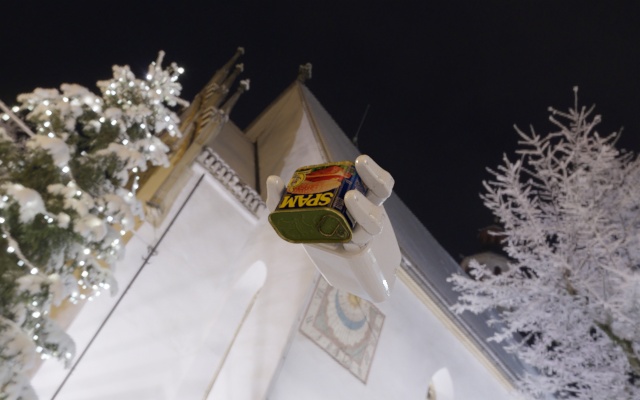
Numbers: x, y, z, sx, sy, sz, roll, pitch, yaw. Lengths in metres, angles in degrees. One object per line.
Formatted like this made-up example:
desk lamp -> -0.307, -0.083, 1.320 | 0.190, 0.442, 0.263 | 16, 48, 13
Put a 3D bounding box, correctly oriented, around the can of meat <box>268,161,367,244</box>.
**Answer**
can of meat -> 0.000, 0.002, 0.575 | 0.102, 0.084, 0.057 | -4, -46, 32
